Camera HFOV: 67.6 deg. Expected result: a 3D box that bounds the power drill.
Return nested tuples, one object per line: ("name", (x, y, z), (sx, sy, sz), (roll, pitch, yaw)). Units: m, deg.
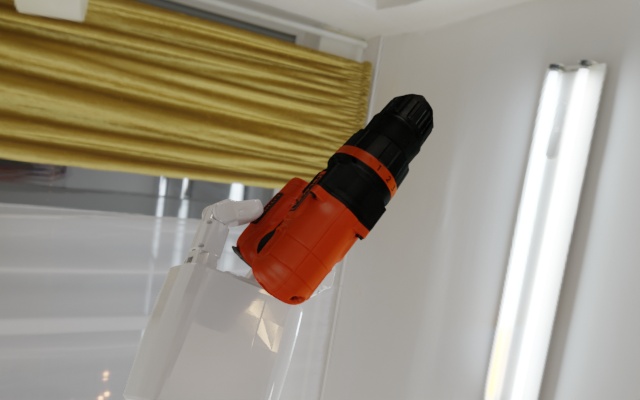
("power drill", (0.000, 0.002, 0.401), (0.057, 0.184, 0.188), (43, -19, -6))
